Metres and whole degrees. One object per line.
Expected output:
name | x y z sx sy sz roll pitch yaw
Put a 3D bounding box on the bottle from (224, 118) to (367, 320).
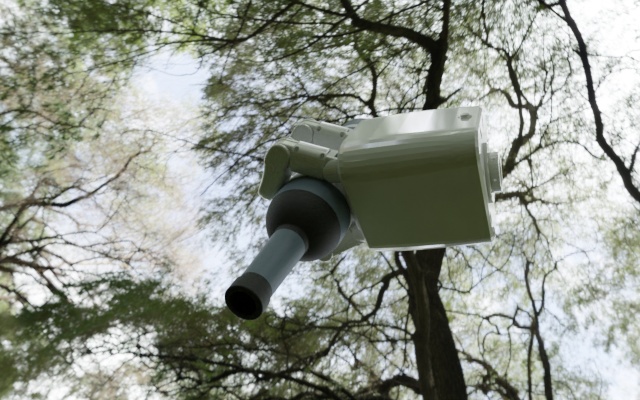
bottle | 0.000 0.001 0.424 0.069 0.069 0.295 0 26 22
